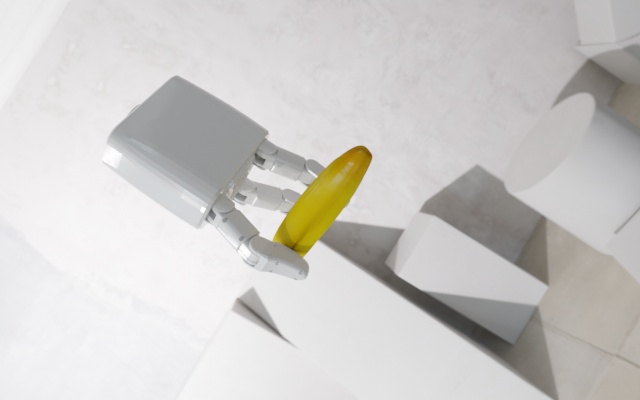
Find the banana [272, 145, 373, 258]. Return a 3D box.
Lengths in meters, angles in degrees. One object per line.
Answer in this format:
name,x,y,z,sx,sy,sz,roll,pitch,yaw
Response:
banana,-0.010,0.016,0.434,0.037,0.069,0.198,35,-28,0
